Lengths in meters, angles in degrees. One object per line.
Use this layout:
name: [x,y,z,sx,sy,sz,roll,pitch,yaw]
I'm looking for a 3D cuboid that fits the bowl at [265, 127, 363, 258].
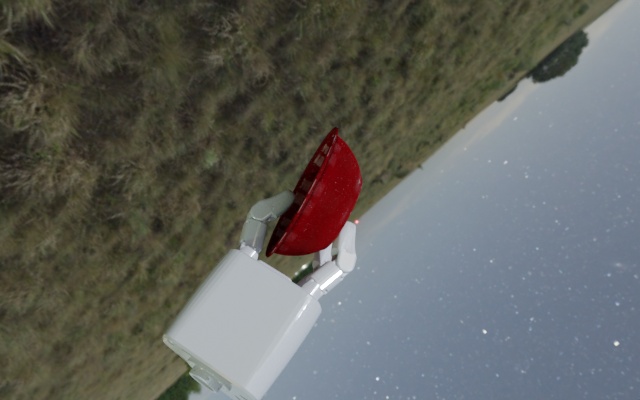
bowl: [0.001,0.001,0.530,0.055,0.162,0.162,28,-4,-8]
